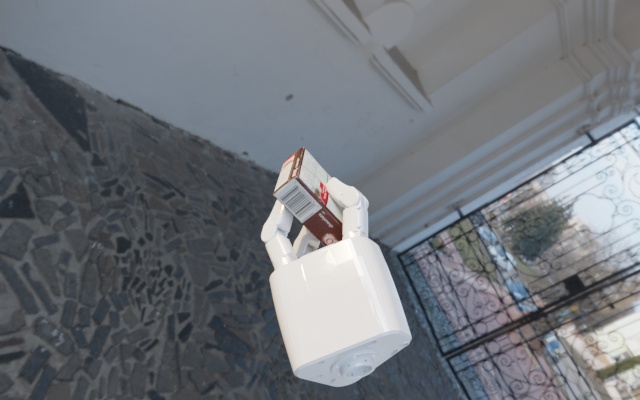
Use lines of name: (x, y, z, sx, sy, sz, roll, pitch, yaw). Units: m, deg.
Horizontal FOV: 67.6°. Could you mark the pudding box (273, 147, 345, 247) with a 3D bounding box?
pudding box: (0.000, 0.002, 0.561, 0.039, 0.113, 0.090, -36, 20, 19)
